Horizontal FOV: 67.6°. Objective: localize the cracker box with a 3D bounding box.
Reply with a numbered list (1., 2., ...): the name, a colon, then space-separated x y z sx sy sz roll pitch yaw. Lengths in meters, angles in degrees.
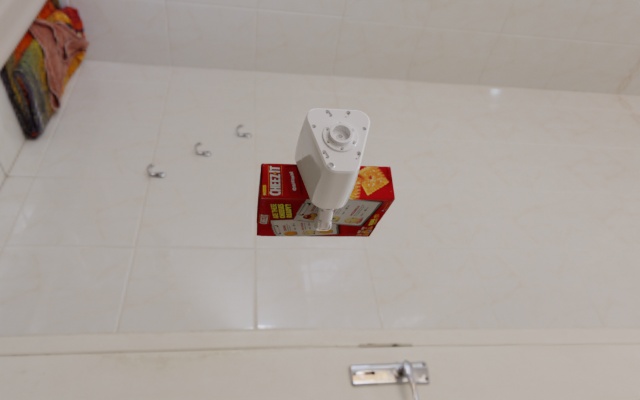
1. cracker box: 0.000 0.003 0.821 0.214 0.072 0.164 1 -26 -10
